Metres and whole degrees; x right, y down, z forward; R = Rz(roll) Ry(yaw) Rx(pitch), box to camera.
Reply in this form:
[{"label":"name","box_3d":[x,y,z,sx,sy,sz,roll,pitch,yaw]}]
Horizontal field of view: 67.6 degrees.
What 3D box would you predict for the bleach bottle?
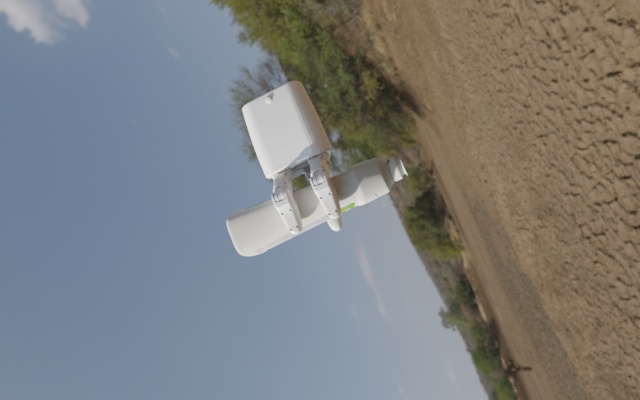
[{"label":"bleach bottle","box_3d":[0.000,0.002,0.665,0.251,0.068,0.102,-23,-5,13]}]
